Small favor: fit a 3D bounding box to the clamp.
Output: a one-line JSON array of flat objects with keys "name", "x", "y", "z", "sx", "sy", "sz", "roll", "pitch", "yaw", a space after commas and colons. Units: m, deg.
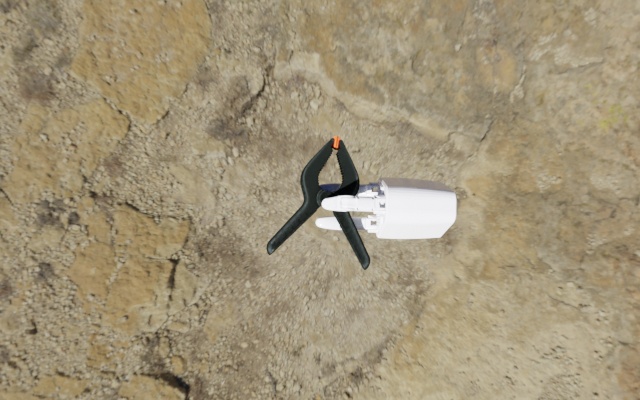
[{"name": "clamp", "x": 0.000, "y": 0.002, "z": 0.757, "sx": 0.164, "sy": 0.210, "sz": 0.036, "roll": 2, "pitch": -4, "yaw": -4}]
